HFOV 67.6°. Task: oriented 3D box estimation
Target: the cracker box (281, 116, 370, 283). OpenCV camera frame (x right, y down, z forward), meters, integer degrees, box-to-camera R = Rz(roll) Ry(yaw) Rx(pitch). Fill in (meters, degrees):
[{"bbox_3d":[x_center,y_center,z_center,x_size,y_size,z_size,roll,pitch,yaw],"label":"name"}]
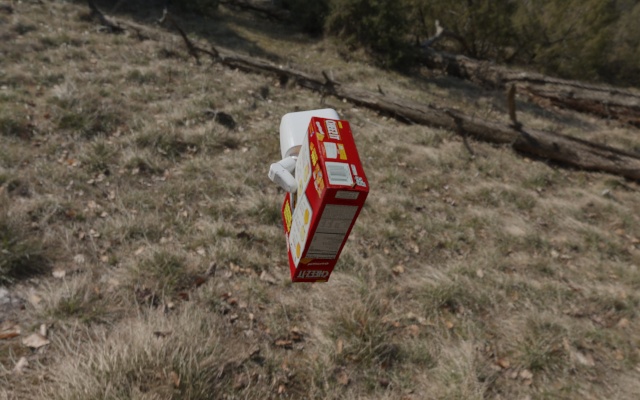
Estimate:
[{"bbox_3d":[0.000,0.002,0.757,0.072,0.164,0.214,5,-46,-17],"label":"cracker box"}]
